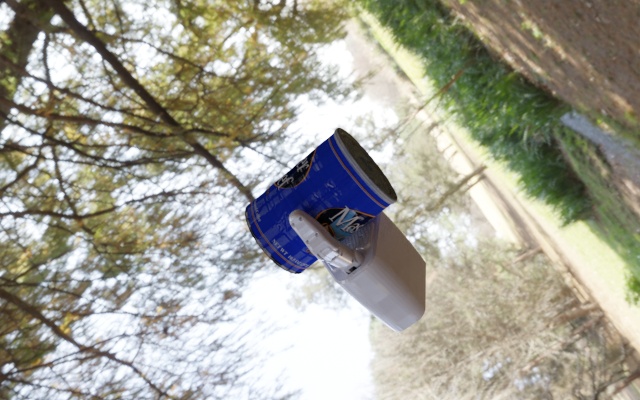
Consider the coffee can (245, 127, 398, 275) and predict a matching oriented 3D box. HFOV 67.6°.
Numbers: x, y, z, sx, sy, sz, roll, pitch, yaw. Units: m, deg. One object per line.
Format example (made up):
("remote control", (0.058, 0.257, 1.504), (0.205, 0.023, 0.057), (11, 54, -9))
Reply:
("coffee can", (0.000, 0.002, 0.539), (0.140, 0.103, 0.103), (-39, -13, 16))
